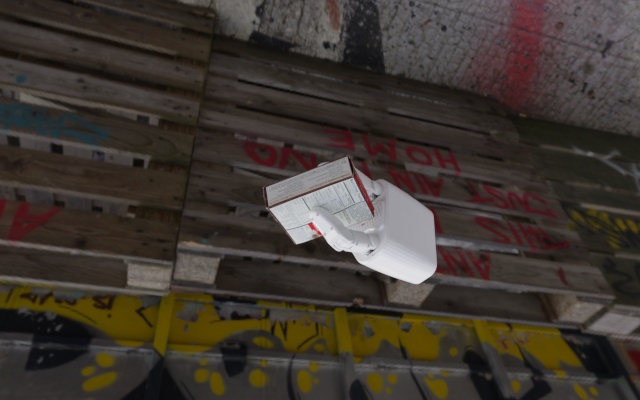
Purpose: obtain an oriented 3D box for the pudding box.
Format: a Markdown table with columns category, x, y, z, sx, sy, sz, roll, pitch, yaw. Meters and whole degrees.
| category | x | y | z | sx | sy | sz | roll | pitch | yaw |
| --- | --- | --- | --- | --- | --- | --- | --- | --- | --- |
| pudding box | 0.000 | 0.002 | 0.581 | 0.113 | 0.039 | 0.090 | -21 | -41 | 9 |
